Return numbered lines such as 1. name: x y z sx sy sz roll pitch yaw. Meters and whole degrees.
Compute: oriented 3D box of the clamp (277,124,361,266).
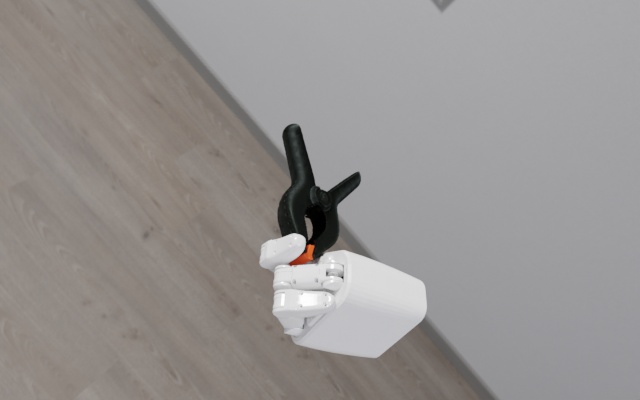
1. clamp: 0.000 0.002 0.548 0.120 0.171 0.039 23 -36 -28
